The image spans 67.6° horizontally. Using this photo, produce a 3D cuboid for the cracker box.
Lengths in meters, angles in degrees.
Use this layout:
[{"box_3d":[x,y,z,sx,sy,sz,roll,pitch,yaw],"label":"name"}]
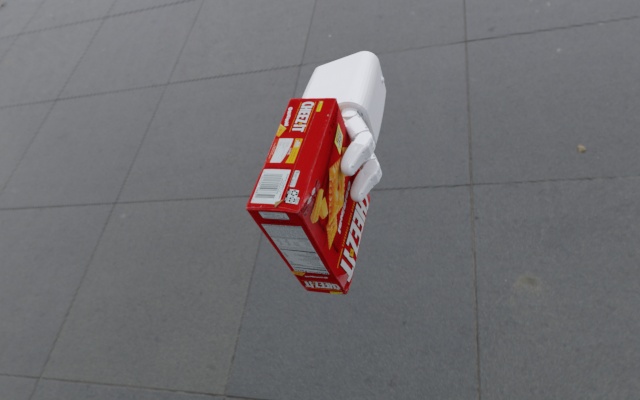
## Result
[{"box_3d":[0.000,0.002,0.612,0.072,0.164,0.214,4,-32,22],"label":"cracker box"}]
